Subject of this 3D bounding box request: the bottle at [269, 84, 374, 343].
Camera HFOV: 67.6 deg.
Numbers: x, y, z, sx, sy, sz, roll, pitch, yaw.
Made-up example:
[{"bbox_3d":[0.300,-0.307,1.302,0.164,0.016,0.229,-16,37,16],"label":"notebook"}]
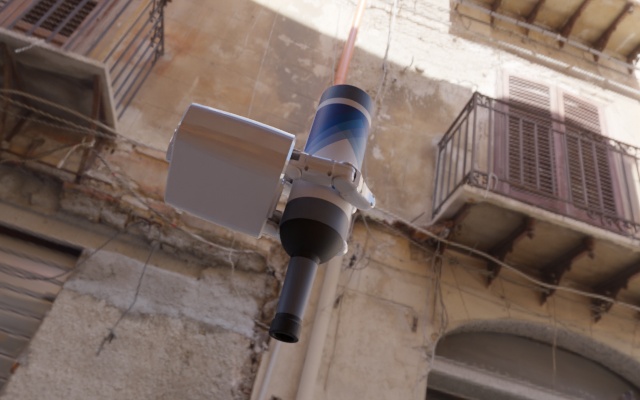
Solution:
[{"bbox_3d":[0.000,0.001,0.496,0.069,0.295,0.069,10,-35,7],"label":"bottle"}]
